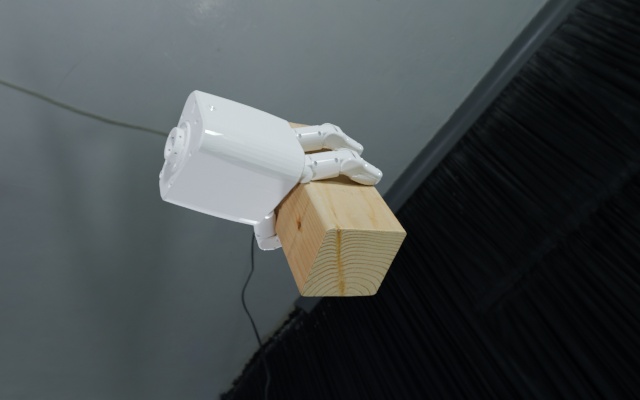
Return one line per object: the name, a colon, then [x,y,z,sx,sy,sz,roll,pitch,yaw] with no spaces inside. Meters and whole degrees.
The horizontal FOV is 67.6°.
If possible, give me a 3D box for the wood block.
wood block: [0.000,0.002,0.543,0.090,0.091,0.206,4,35,-26]
